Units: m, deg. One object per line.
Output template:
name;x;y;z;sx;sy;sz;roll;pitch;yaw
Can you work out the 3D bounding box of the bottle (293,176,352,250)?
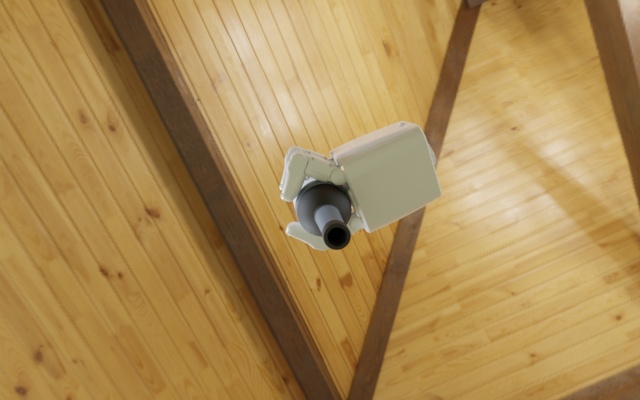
bottle;0.000;0.002;0.602;0.069;0.069;0.295;0;13;-6
